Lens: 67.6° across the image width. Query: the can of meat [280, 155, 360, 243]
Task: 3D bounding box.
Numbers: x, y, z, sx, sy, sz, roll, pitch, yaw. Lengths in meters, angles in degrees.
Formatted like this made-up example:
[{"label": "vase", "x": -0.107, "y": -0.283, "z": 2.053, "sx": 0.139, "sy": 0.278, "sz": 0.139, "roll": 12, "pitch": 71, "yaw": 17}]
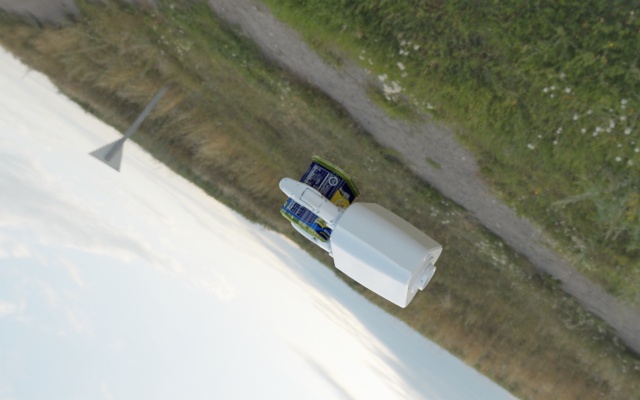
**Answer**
[{"label": "can of meat", "x": 0.000, "y": 0.002, "z": 0.616, "sx": 0.057, "sy": 0.084, "sz": 0.102, "roll": 32, "pitch": -6, "yaw": 21}]
